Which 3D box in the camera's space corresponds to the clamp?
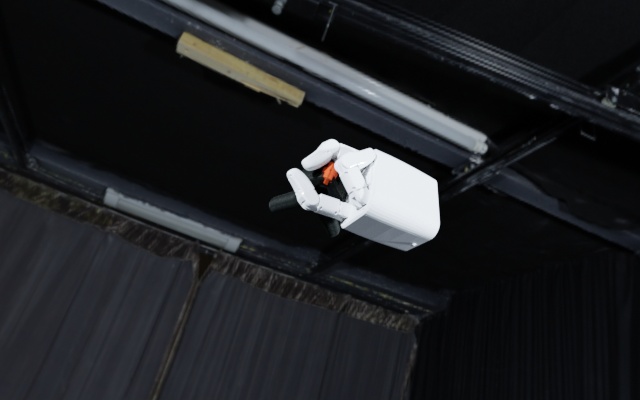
[{"bbox_3d":[0.000,0.002,0.713,0.120,0.039,0.171,23,-28,-15],"label":"clamp"}]
